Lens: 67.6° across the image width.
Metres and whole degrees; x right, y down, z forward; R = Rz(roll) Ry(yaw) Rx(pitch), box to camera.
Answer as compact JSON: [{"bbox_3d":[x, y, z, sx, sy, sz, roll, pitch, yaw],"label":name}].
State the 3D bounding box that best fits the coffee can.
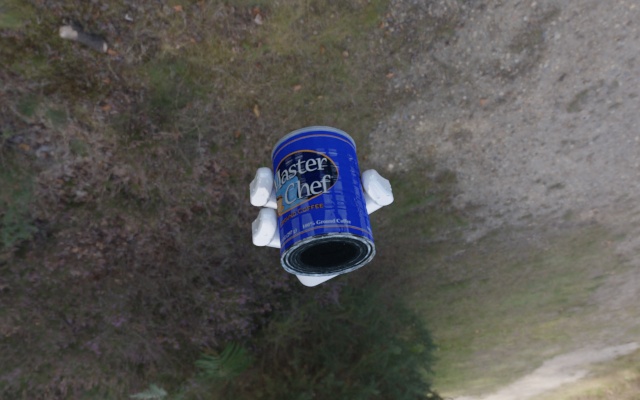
[{"bbox_3d":[0.000,0.002,0.542,0.103,0.140,0.103,-6,-31,-4],"label":"coffee can"}]
